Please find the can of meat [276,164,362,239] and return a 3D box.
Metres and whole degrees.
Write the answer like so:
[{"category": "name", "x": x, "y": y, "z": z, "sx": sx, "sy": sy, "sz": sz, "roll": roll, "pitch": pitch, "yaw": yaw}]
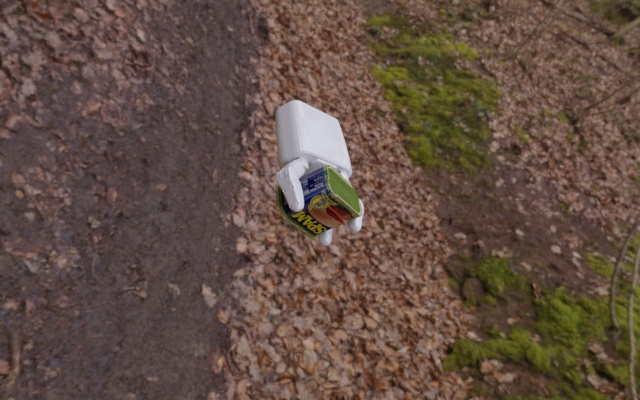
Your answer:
[{"category": "can of meat", "x": 0.000, "y": 0.002, "z": 0.681, "sx": 0.084, "sy": 0.057, "sz": 0.102, "roll": -25, "pitch": -38, "yaw": 22}]
